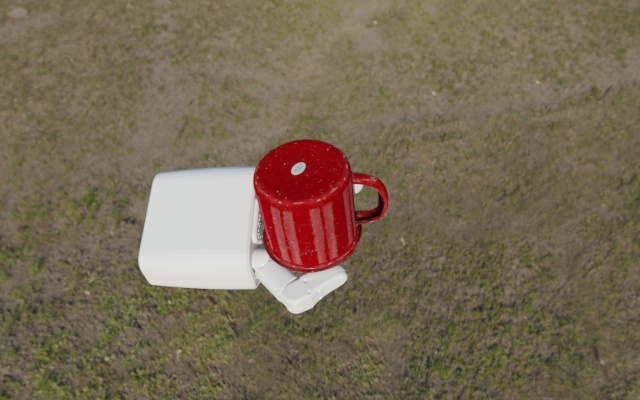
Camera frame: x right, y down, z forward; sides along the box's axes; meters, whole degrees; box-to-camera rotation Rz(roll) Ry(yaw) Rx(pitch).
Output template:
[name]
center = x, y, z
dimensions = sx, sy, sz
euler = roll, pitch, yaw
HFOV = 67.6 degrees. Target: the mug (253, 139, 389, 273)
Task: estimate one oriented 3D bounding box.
[mug]
center = 0.001, 0.001, 0.413
dimensions = 0.117, 0.093, 0.082
euler = -2, -43, 6
